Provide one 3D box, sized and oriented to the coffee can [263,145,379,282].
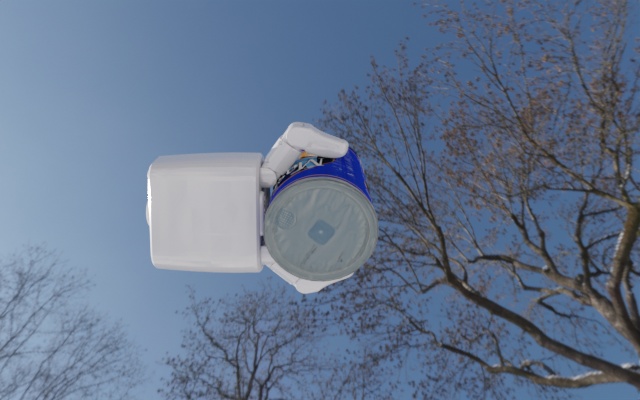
[{"bbox_3d":[0.000,0.002,0.486,0.103,0.103,0.140,0,23,0],"label":"coffee can"}]
